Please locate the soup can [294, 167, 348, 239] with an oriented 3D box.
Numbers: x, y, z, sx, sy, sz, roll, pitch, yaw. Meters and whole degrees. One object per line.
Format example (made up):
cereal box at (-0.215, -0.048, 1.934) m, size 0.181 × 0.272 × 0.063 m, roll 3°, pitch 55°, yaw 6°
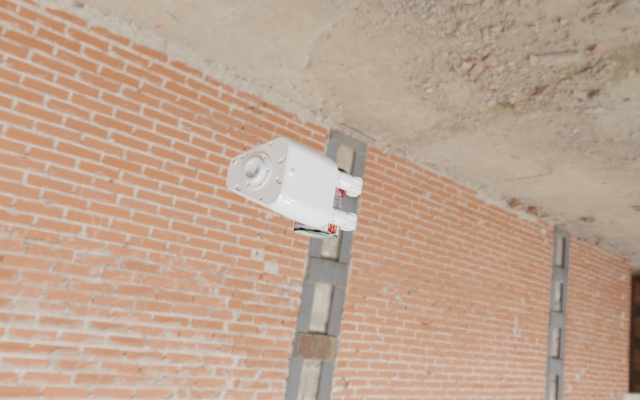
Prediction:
soup can at (0.000, 0.003, 0.720) m, size 0.068 × 0.102 × 0.068 m, roll 9°, pitch -11°, yaw 2°
